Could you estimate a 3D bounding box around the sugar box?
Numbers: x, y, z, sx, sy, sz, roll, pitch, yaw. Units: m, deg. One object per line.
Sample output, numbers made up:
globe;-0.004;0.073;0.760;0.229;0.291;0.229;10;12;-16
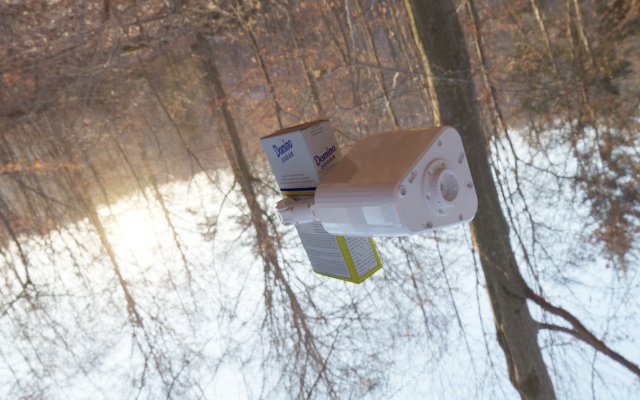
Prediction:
sugar box;0.001;0.002;0.532;0.048;0.176;0.093;-27;16;-31
